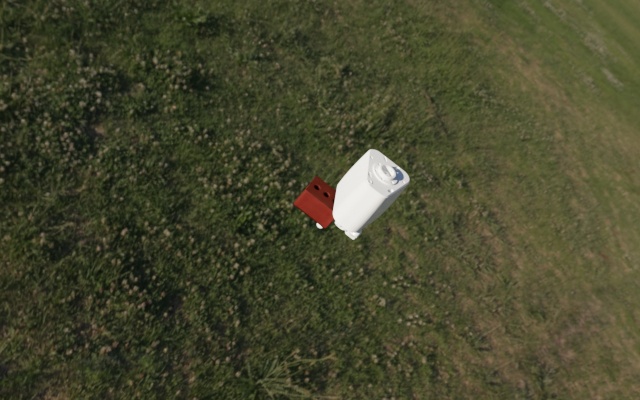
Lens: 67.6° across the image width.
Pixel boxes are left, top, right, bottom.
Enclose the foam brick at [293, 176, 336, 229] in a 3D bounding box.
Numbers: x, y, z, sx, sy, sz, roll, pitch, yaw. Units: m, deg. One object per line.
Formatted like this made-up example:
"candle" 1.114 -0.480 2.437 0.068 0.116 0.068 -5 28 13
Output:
"foam brick" 0.000 0.003 0.894 0.051 0.078 0.053 -51 3 42
